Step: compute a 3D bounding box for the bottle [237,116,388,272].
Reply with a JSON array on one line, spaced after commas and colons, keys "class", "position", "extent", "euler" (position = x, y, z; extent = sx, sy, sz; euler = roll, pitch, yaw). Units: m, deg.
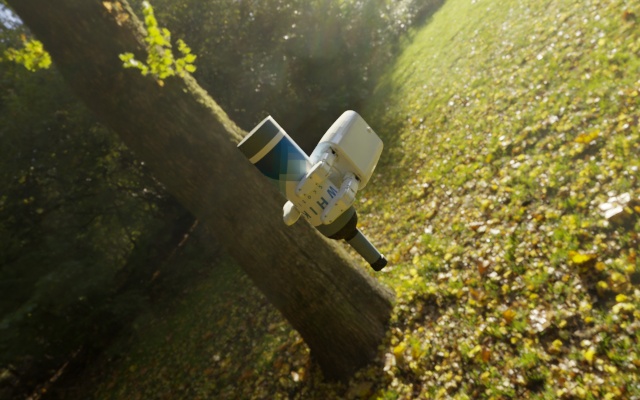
[{"class": "bottle", "position": [0.000, 0.002, 0.733], "extent": [0.296, 0.069, 0.069], "euler": [46, -15, -15]}]
